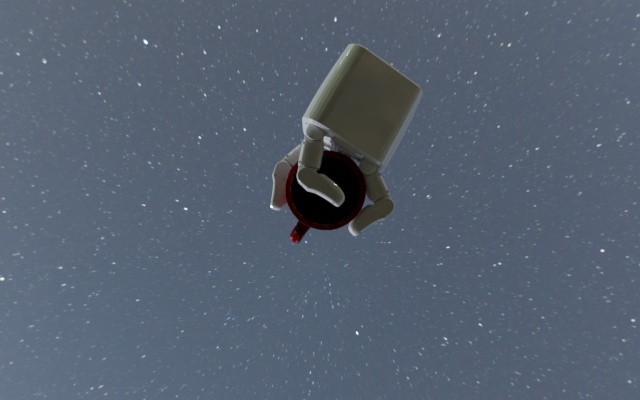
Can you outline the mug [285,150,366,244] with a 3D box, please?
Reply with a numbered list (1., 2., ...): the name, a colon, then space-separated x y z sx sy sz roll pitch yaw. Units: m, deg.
1. mug: -0.001 0.003 0.585 0.093 0.117 0.081 31 -4 3
